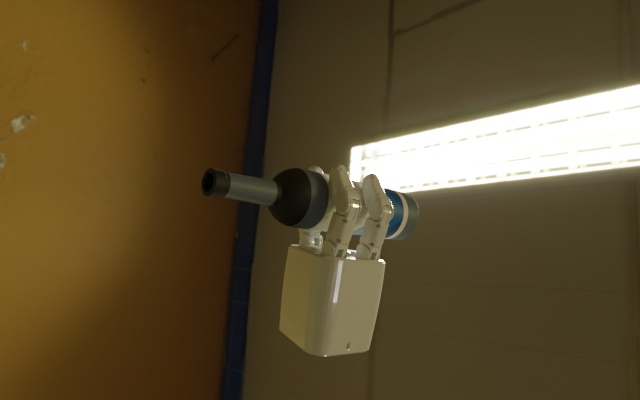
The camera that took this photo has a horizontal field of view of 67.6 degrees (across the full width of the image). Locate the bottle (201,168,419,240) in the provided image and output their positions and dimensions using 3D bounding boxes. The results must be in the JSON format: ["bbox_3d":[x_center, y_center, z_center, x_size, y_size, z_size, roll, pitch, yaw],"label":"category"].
[{"bbox_3d":[0.000,0.002,0.555,0.296,0.069,0.069,10,-7,-42],"label":"bottle"}]
